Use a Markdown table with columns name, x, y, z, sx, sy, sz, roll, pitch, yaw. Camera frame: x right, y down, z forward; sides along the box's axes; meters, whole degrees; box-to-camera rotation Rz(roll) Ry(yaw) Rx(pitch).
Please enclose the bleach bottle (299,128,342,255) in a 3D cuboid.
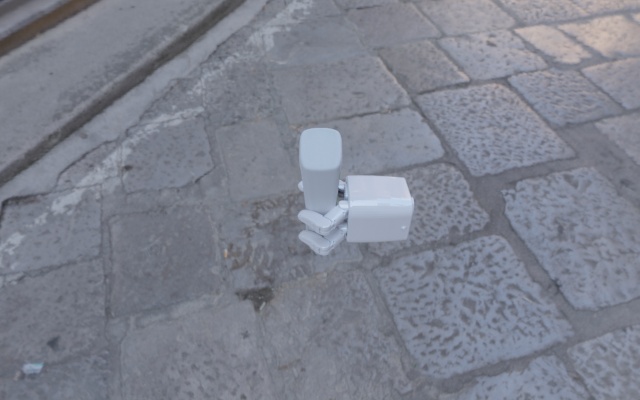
| name | x | y | z | sx | sy | sz | roll | pitch | yaw |
| --- | --- | --- | --- | --- | --- | --- | --- | --- | --- |
| bleach bottle | 0.000 | 0.003 | 0.831 | 0.068 | 0.102 | 0.251 | 0 | -42 | 0 |
